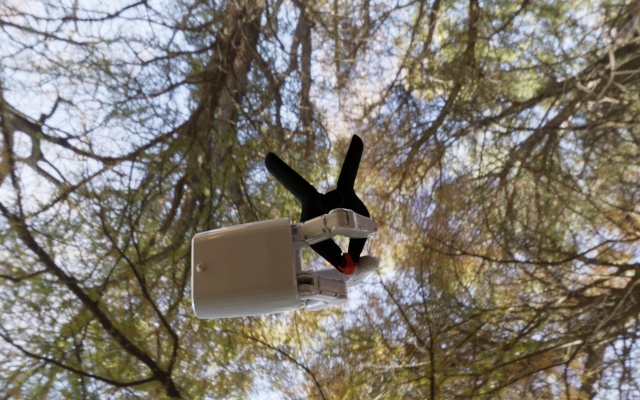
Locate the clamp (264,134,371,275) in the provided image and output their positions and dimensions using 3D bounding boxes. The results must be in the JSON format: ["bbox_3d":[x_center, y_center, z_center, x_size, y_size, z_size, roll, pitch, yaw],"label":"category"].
[{"bbox_3d":[0.000,0.002,0.546,0.120,0.171,0.039,-8,-28,2],"label":"clamp"}]
